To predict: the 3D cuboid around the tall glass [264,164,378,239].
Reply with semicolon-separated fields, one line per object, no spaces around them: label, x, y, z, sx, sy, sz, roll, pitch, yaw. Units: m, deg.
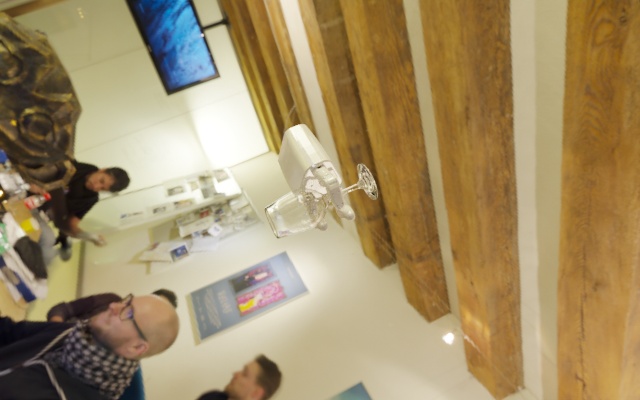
tall glass;0.001;0.003;0.882;0.201;0.079;0.079;-24;5;-12
